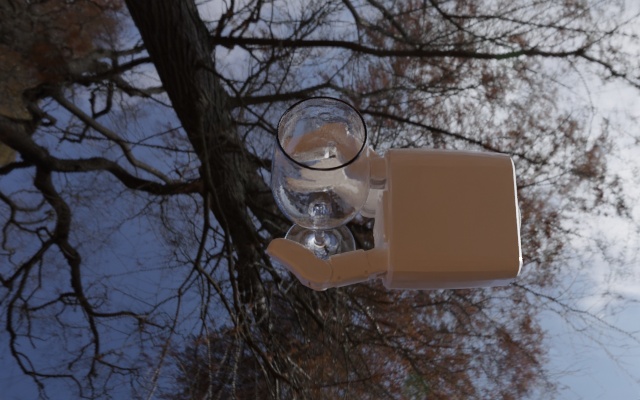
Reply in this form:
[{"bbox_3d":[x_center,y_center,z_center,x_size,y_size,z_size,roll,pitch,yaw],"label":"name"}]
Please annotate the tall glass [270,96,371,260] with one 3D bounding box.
[{"bbox_3d":[0.000,0.002,0.405,0.079,0.079,0.201,0,-28,0],"label":"tall glass"}]
